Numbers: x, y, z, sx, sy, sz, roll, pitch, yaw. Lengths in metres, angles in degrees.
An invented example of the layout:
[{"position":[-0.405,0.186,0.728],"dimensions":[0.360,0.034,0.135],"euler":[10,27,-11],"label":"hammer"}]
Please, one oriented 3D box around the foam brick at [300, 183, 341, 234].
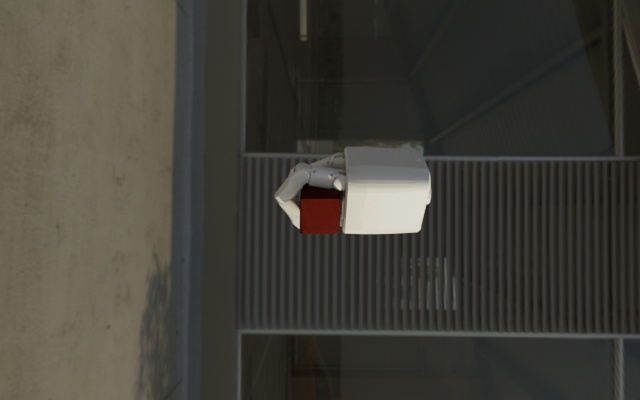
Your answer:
[{"position":[0.000,0.002,0.624],"dimensions":[0.051,0.053,0.078],"euler":[2,29,0],"label":"foam brick"}]
